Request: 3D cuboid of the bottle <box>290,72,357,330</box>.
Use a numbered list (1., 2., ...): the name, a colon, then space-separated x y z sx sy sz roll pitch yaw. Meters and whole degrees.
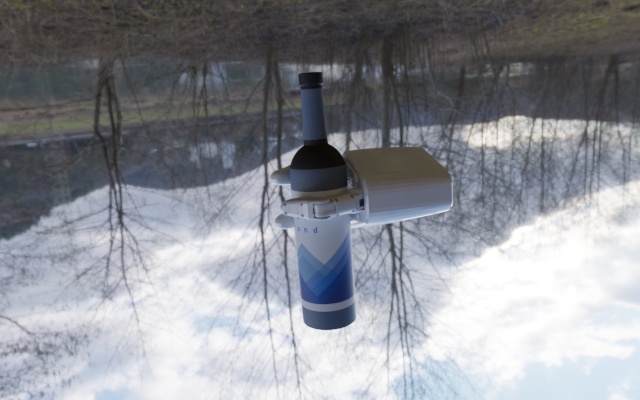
1. bottle: 0.000 0.002 0.561 0.069 0.296 0.069 -4 12 1
